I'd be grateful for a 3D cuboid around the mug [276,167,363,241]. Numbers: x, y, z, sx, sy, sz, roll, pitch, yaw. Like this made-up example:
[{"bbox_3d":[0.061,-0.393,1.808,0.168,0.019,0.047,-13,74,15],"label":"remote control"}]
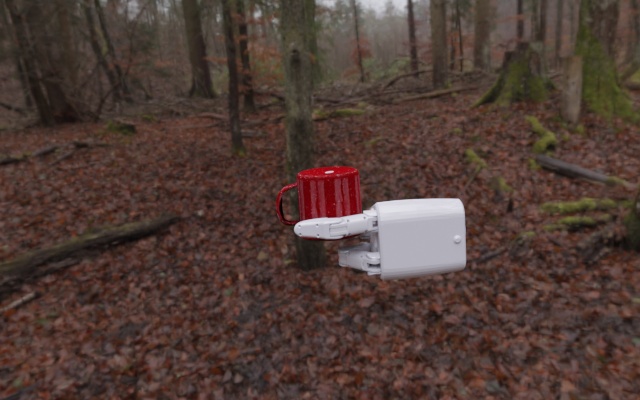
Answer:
[{"bbox_3d":[-0.001,0.002,0.624,0.117,0.081,0.093,-5,12,-1],"label":"mug"}]
